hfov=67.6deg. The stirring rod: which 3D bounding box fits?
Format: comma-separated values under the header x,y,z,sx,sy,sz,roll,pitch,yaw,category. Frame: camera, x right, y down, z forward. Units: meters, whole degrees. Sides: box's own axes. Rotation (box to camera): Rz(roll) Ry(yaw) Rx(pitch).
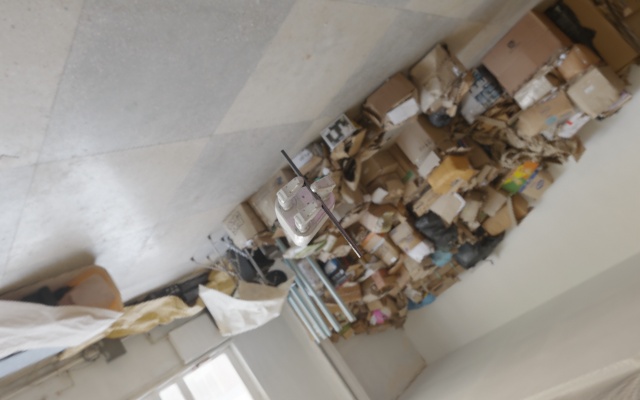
x,y,z,sx,sy,sz,roll,pitch,yaw,category
0.000,0.003,0.849,0.011,0.239,0.011,-35,-12,-9,stirring rod
